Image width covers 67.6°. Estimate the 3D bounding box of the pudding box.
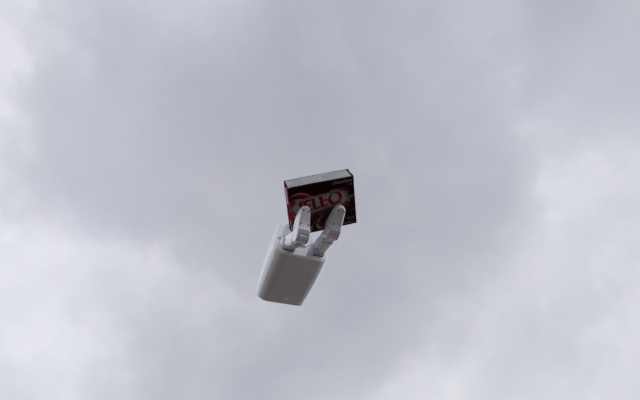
[{"bbox_3d":[0.000,0.003,0.786,0.113,0.090,0.039,-13,30,-12],"label":"pudding box"}]
